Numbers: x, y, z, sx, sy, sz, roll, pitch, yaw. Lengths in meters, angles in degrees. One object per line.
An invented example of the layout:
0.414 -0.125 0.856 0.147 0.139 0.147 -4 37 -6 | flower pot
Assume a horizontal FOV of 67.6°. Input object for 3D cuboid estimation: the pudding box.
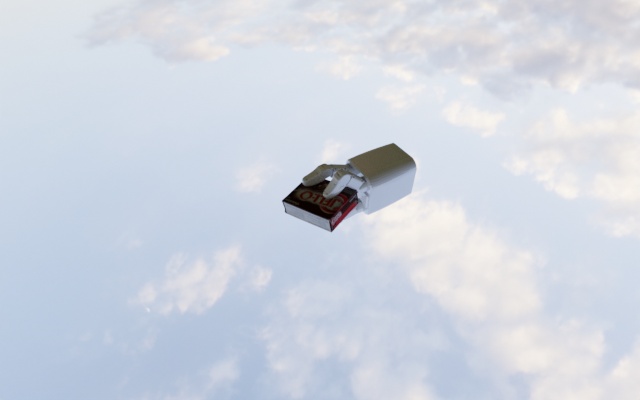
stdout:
0.000 0.003 0.884 0.113 0.039 0.090 19 48 32 | pudding box
